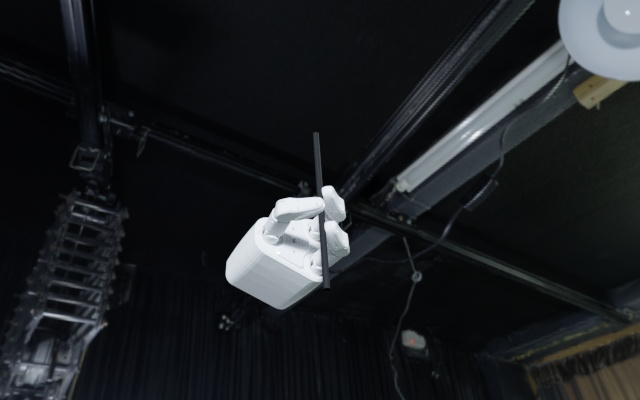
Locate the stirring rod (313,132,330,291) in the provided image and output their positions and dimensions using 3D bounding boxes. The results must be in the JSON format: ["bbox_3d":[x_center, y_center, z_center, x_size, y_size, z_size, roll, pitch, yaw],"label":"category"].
[{"bbox_3d":[0.000,0.002,0.589,0.011,0.239,0.011,-3,-38,-2],"label":"stirring rod"}]
